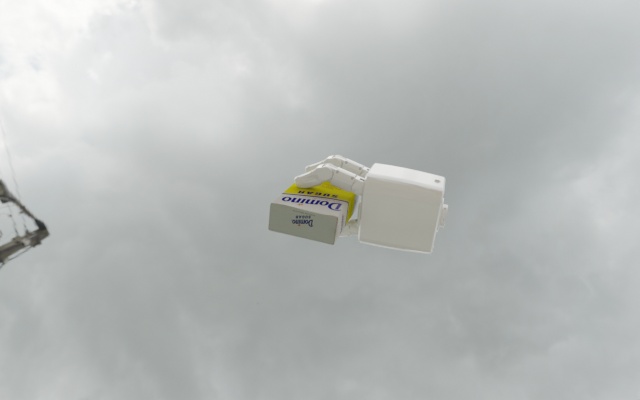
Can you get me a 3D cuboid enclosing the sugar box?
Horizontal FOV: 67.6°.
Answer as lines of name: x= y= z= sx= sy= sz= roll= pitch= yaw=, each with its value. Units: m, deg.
sugar box: x=0.000 y=0.002 z=0.686 sx=0.093 sy=0.048 sz=0.176 roll=12 pitch=19 yaw=12
